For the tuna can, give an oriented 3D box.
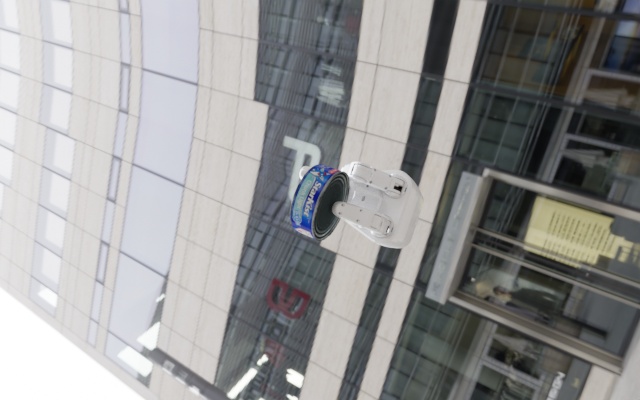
[{"bbox_3d":[0.000,0.002,0.558,0.033,0.086,0.086,21,8,22],"label":"tuna can"}]
